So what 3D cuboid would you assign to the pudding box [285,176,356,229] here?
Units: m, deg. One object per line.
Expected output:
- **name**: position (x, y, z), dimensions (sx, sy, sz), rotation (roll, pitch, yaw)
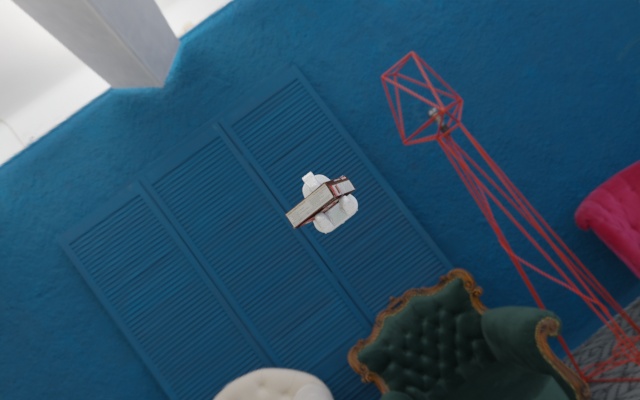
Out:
- **pudding box**: position (0.000, 0.003, 0.900), dimensions (0.113, 0.039, 0.090), rotation (-41, -9, 29)
